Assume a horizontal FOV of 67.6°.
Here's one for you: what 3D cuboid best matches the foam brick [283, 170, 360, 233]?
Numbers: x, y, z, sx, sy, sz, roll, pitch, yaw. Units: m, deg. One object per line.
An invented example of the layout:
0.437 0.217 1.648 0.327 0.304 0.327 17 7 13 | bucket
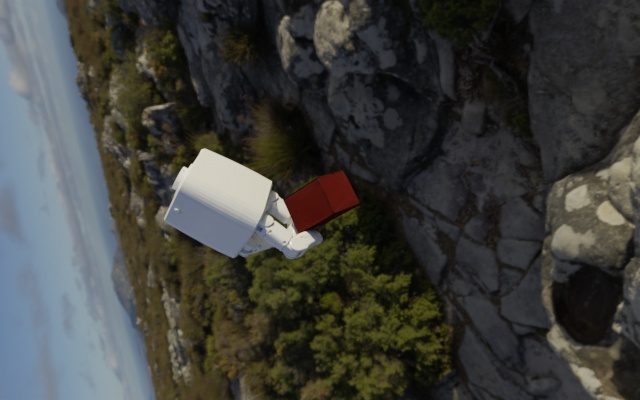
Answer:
0.000 0.002 0.621 0.053 0.051 0.078 -17 -10 -46 | foam brick
